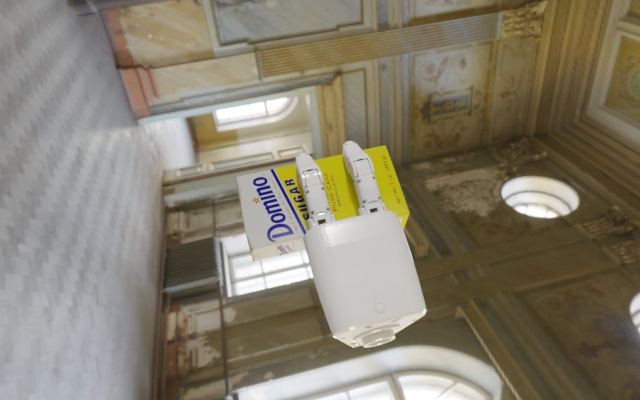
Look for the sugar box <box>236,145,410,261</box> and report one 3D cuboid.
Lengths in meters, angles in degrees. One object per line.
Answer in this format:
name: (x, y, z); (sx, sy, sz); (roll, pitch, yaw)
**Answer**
sugar box: (0.000, 0.002, 0.536); (0.176, 0.093, 0.048); (-12, -26, -8)
